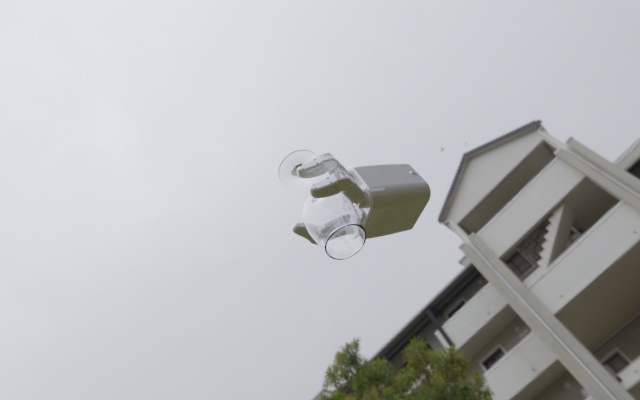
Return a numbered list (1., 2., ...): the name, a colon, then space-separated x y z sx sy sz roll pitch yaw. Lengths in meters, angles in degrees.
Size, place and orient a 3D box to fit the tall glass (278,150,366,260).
1. tall glass: 0.000 0.002 0.725 0.079 0.079 0.201 0 34 -25
